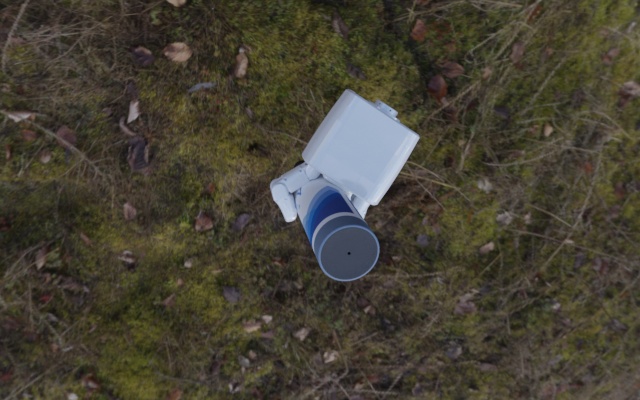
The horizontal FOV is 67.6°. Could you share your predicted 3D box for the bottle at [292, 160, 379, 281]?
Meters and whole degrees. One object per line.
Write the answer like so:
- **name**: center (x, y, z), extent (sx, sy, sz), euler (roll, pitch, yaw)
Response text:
- **bottle**: center (0.000, 0.002, 0.631), extent (0.069, 0.069, 0.295), euler (0, 21, -13)
